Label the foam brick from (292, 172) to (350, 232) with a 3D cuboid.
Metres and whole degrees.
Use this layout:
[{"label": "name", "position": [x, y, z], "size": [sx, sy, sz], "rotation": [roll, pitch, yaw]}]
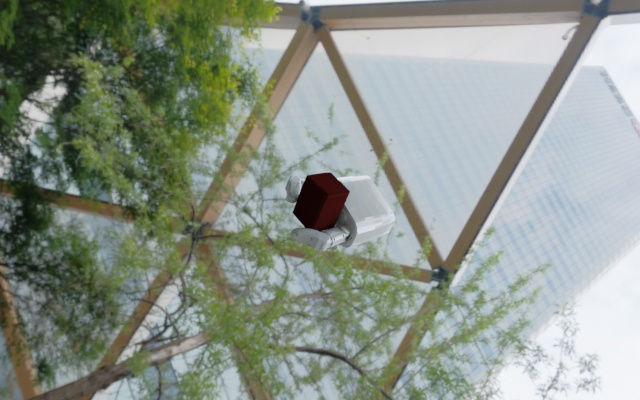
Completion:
[{"label": "foam brick", "position": [0.000, 0.002, 0.743], "size": [0.051, 0.078, 0.053], "rotation": [-11, 46, -41]}]
